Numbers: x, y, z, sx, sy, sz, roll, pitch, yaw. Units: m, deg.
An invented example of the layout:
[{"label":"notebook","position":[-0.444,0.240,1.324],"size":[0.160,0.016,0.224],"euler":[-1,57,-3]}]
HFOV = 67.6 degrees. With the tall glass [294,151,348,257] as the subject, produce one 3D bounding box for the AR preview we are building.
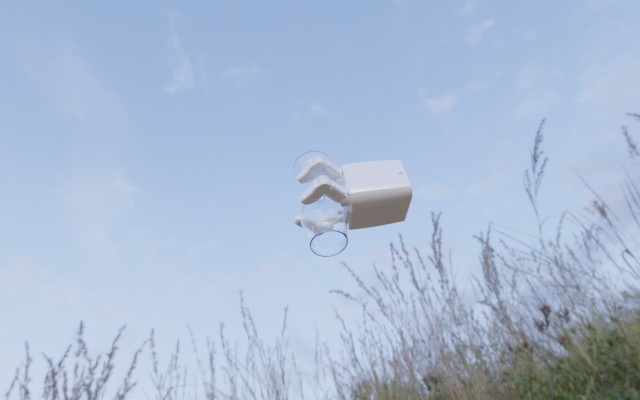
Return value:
[{"label":"tall glass","position":[0.000,0.002,0.831],"size":[0.079,0.079,0.200],"euler":[0,42,-10]}]
